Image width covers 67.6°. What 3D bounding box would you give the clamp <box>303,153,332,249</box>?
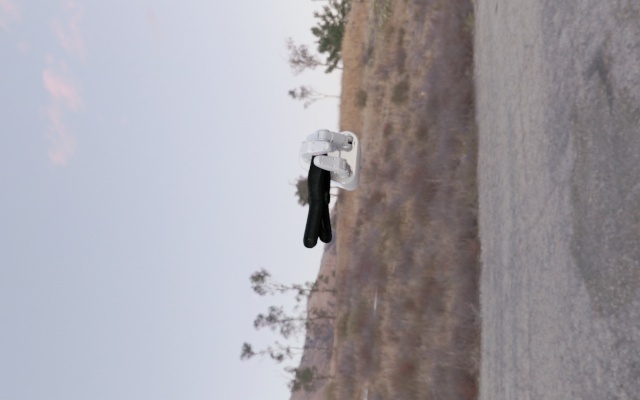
[{"bbox_3d":[0.000,0.003,0.848,0.039,0.171,0.120,5,-8,10],"label":"clamp"}]
